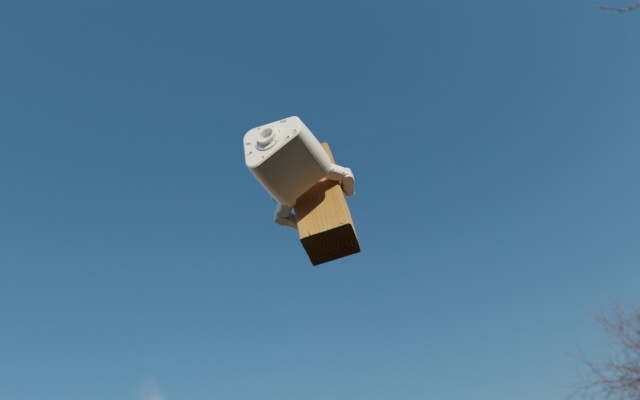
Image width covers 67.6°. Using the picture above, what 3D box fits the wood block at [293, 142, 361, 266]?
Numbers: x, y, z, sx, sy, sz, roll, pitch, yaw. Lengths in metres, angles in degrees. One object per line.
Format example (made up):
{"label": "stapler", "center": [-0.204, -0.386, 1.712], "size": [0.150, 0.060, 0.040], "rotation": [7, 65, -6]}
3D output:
{"label": "wood block", "center": [0.000, 0.002, 0.873], "size": [0.091, 0.206, 0.090], "rotation": [-18, -42, 5]}
